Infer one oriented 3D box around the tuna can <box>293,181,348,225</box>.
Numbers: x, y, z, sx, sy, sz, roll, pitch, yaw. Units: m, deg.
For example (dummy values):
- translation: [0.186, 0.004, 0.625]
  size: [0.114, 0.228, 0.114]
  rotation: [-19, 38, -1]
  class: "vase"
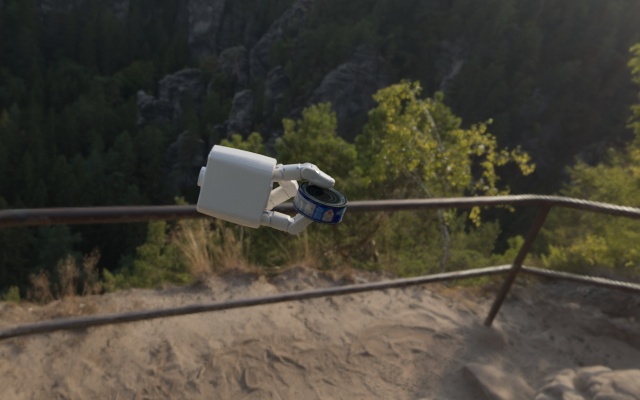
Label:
- translation: [0.000, 0.002, 0.777]
  size: [0.086, 0.034, 0.086]
  rotation: [18, 23, -8]
  class: "tuna can"
